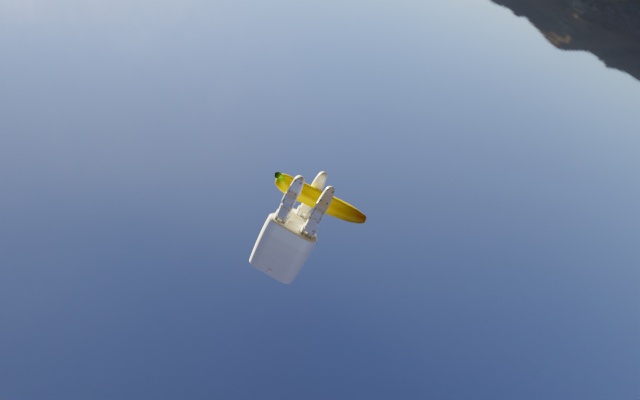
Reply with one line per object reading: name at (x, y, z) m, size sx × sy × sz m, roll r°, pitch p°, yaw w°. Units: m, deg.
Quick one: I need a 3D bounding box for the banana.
banana at (-0.008, -0.002, 0.890) m, size 0.198 × 0.037 × 0.069 m, roll 25°, pitch 4°, yaw -20°
